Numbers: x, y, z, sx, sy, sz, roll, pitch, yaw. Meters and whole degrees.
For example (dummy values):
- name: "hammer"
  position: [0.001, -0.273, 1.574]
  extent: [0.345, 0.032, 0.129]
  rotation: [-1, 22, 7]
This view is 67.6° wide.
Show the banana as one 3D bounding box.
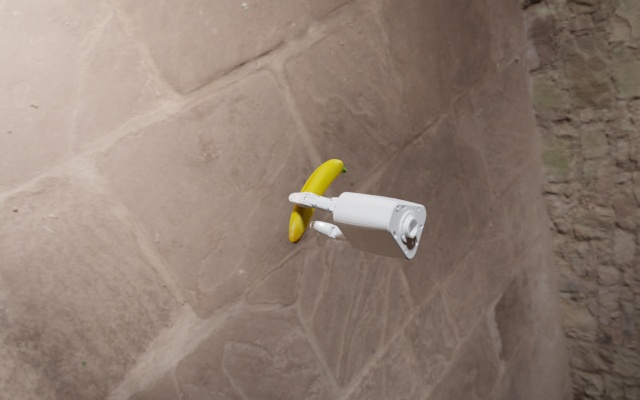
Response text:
- name: "banana"
  position: [-0.005, -0.013, 0.861]
  extent: [0.037, 0.070, 0.197]
  rotation: [10, 51, 38]
